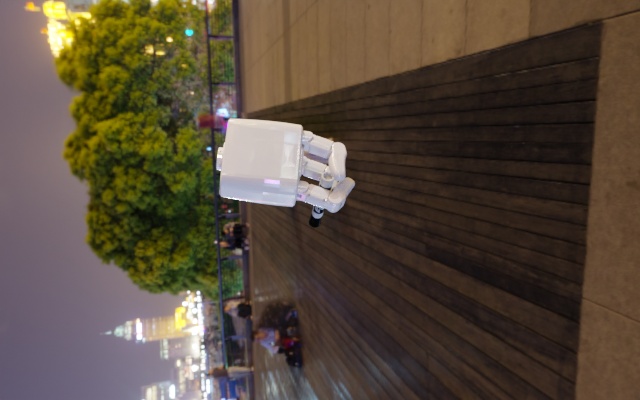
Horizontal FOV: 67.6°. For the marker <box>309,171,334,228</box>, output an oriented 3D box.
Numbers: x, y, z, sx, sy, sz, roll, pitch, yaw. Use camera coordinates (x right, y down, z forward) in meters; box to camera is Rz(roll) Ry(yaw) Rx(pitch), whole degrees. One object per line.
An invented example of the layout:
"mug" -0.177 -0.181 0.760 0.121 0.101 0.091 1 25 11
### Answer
"marker" 0.000 0.002 0.708 0.020 0.020 0.121 0 -36 -12
